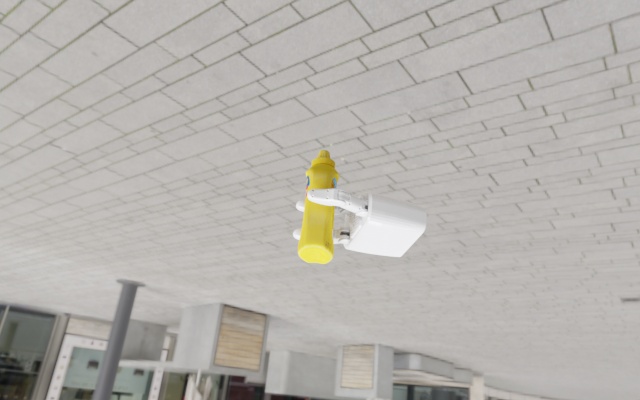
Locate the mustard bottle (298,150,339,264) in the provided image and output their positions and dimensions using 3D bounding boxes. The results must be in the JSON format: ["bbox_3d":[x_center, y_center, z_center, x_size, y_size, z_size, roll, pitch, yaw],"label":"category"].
[{"bbox_3d":[0.000,0.003,0.800,0.058,0.191,0.096,3,-23,5],"label":"mustard bottle"}]
